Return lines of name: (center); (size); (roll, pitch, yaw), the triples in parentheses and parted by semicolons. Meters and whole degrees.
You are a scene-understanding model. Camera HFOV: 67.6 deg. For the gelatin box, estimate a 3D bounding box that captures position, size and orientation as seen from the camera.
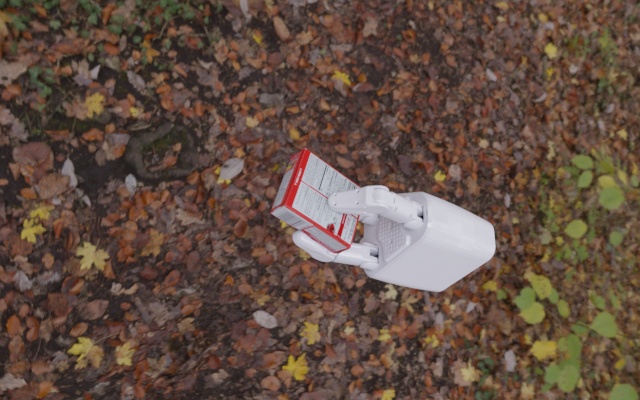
gelatin box: (0.000, 0.001, 0.489); (0.089, 0.073, 0.030); (34, -35, -25)
